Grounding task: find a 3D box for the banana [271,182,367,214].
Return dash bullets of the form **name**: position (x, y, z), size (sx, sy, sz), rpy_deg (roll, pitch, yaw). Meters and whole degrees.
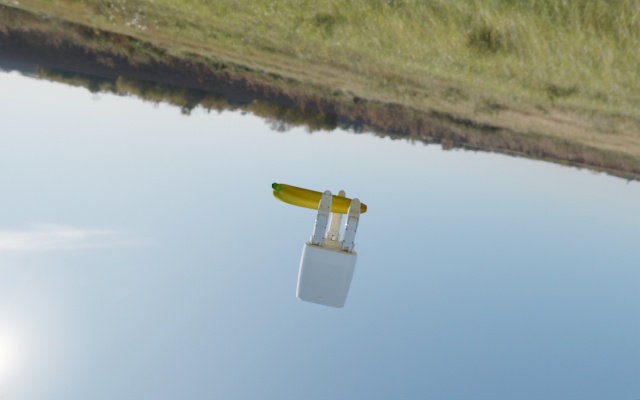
- **banana**: position (-0.010, 0.000, 0.898), size (0.198, 0.037, 0.069), rpy_deg (12, 3, -24)
